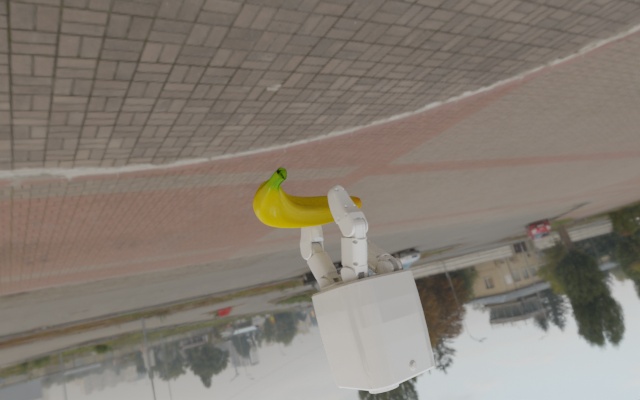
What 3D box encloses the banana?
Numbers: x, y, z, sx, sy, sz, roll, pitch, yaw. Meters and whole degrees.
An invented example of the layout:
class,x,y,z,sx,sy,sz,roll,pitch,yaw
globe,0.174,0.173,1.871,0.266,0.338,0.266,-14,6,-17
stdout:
class,x,y,z,sx,sy,sz,roll,pitch,yaw
banana,-0.018,0.007,0.519,0.069,0.037,0.198,-20,-14,22
